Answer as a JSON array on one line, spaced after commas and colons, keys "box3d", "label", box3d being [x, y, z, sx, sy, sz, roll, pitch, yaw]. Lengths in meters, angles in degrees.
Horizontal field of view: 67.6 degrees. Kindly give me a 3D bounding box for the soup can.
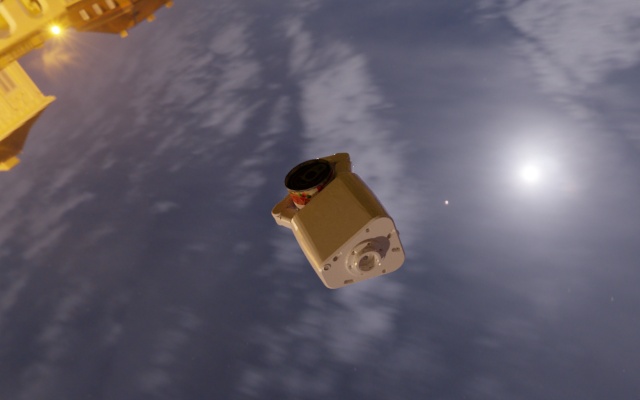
[{"box3d": [0.000, 0.002, 0.667, 0.068, 0.102, 0.068, -16, 37, 12], "label": "soup can"}]
